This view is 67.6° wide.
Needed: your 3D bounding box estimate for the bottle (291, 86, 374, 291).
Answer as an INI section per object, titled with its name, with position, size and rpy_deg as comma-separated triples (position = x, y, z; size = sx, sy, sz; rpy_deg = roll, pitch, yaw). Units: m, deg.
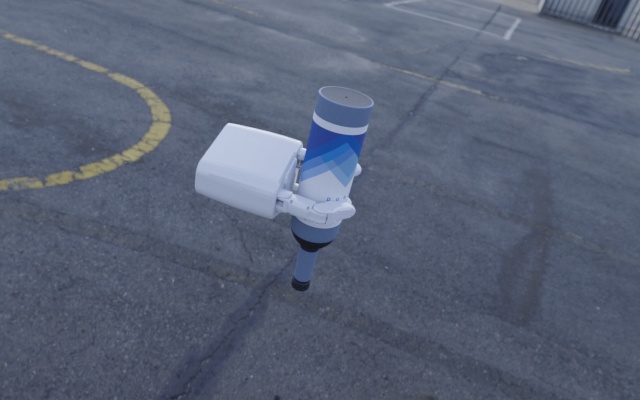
[bottle]
position = 0.000, 0.002, 0.631
size = 0.069, 0.296, 0.069
rpy_deg = 10, 31, -6
